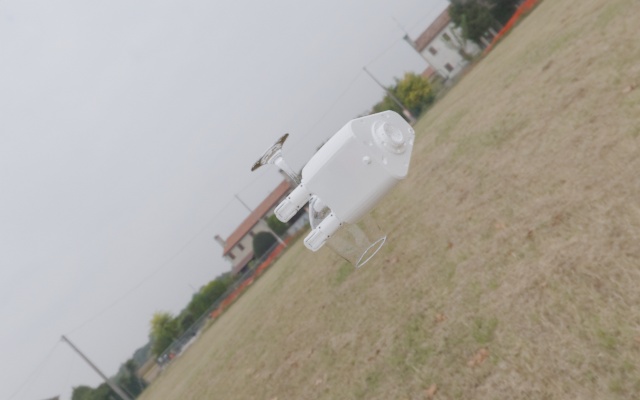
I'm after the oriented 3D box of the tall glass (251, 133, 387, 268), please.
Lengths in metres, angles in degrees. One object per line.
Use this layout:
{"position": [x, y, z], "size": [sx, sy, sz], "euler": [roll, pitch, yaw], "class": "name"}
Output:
{"position": [0.000, 0.002, 0.666], "size": [0.201, 0.079, 0.079], "euler": [45, 1, -1], "class": "tall glass"}
